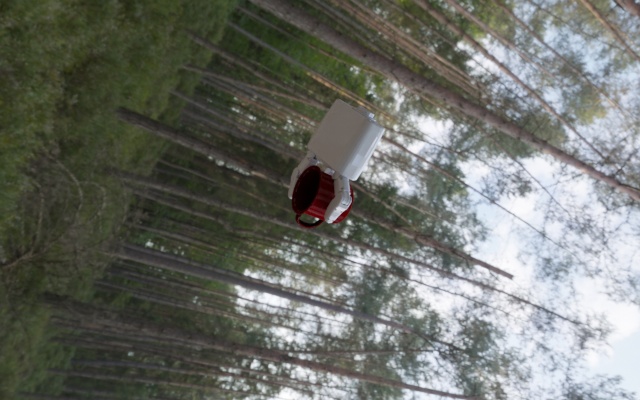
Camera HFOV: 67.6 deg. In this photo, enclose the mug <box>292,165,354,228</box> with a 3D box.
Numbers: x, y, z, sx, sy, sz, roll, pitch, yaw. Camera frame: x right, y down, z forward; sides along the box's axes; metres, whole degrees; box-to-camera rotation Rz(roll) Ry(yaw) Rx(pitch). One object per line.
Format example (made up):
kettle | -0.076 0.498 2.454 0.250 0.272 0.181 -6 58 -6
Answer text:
mug | 0.000 0.004 0.873 0.081 0.117 0.093 22 19 -30
